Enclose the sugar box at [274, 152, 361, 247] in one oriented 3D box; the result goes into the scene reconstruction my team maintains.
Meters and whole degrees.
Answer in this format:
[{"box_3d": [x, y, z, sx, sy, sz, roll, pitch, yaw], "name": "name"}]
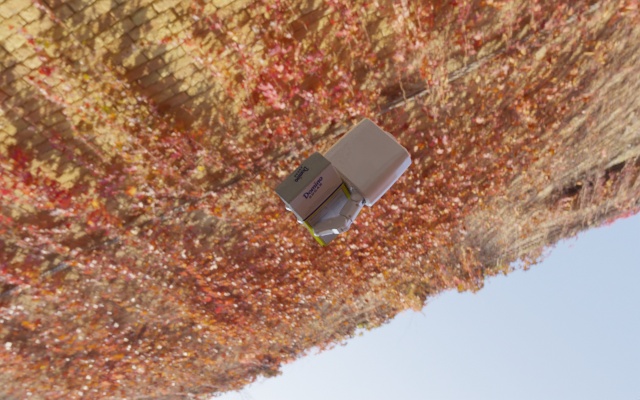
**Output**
[{"box_3d": [0.000, 0.002, 0.793, 0.048, 0.093, 0.176, 42, -8, 35], "name": "sugar box"}]
